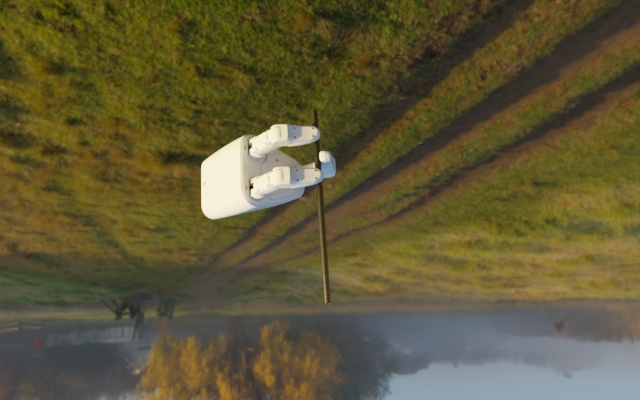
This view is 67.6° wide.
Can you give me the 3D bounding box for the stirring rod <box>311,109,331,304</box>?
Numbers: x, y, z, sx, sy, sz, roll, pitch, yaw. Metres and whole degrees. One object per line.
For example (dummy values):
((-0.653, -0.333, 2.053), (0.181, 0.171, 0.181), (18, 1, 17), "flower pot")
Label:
((0.000, 0.002, 0.577), (0.011, 0.239, 0.011), (-4, -14, -1), "stirring rod")
